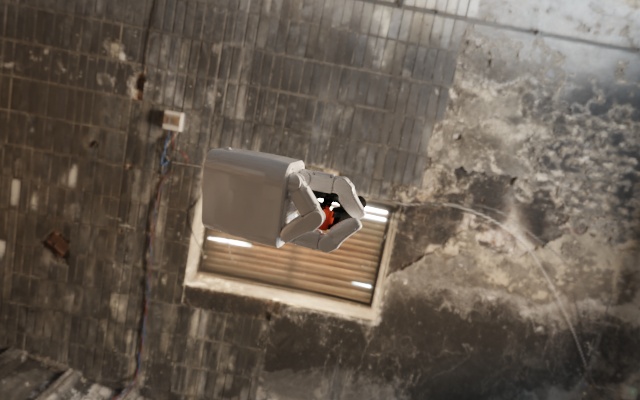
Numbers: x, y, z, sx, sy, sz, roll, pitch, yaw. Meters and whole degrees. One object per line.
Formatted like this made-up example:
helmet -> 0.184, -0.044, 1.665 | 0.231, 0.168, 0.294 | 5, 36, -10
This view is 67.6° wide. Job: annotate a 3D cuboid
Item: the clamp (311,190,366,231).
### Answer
clamp -> 0.000, 0.003, 0.673 | 0.120, 0.039, 0.171 | 13, 10, 8
